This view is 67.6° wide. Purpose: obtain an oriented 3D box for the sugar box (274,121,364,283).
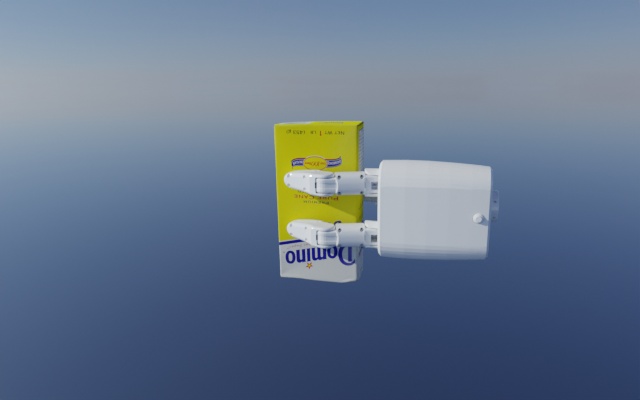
[{"bbox_3d":[0.000,0.002,0.531,0.093,0.176,0.048,2,13,14],"label":"sugar box"}]
